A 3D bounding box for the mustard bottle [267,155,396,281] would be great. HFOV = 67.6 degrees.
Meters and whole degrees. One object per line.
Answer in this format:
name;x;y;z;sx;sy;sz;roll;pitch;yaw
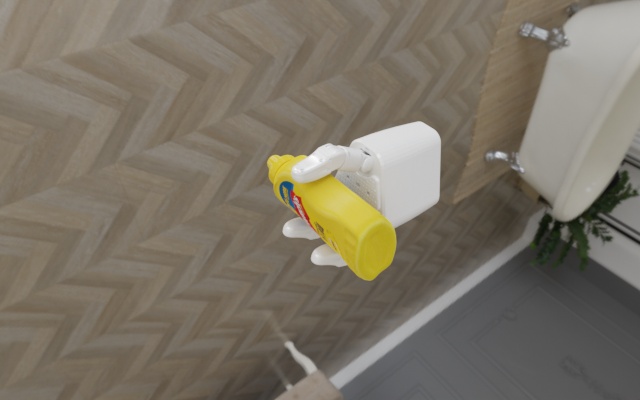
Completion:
mustard bottle;0.000;0.002;0.539;0.191;0.058;0.096;42;-16;35
